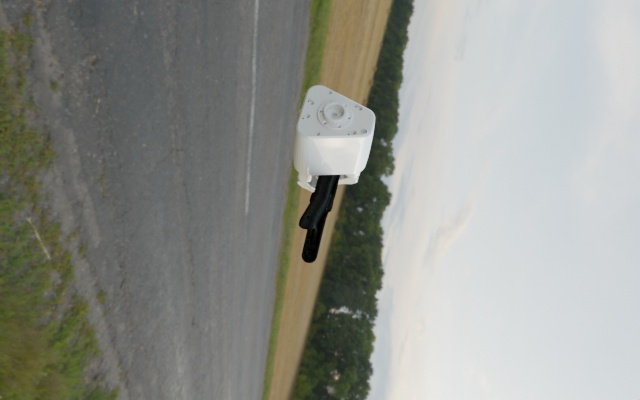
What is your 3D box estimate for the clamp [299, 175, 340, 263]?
[{"bbox_3d":[0.001,0.003,0.747,0.039,0.171,0.120,14,-24,3],"label":"clamp"}]
